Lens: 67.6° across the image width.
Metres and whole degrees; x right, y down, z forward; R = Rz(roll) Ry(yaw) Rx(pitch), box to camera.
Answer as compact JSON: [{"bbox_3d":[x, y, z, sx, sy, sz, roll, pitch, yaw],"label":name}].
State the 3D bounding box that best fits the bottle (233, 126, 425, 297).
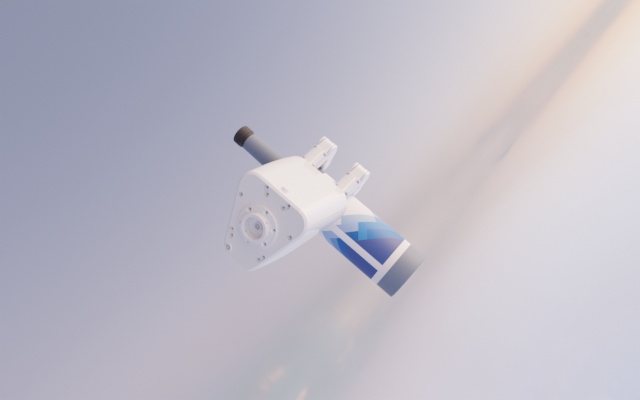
[{"bbox_3d":[0.000,0.002,0.624,0.295,0.069,0.069,40,9,11],"label":"bottle"}]
